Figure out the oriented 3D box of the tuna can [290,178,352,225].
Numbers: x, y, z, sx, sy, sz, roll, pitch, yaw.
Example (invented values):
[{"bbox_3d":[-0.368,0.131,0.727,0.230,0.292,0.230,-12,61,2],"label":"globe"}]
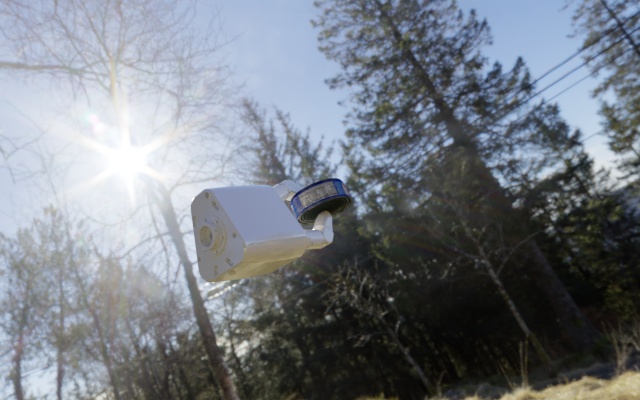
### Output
[{"bbox_3d":[0.000,0.002,0.695,0.086,0.033,0.086,-21,-19,-7],"label":"tuna can"}]
